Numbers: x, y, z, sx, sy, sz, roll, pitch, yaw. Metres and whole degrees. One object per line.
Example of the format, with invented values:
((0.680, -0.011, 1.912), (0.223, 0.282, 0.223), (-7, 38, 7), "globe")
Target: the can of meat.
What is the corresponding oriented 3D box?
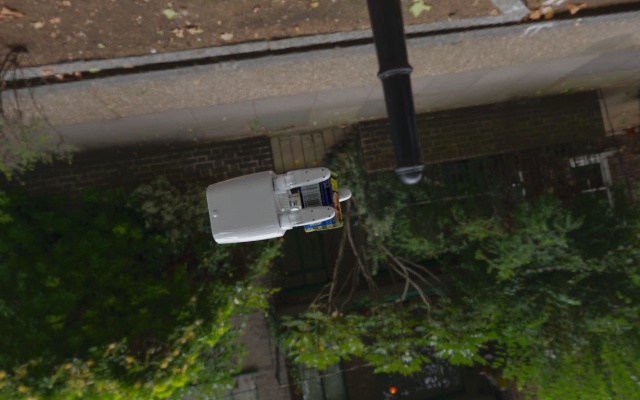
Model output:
((0.000, 0.003, 0.729), (0.057, 0.084, 0.102), (-9, -3, 9), "can of meat")
